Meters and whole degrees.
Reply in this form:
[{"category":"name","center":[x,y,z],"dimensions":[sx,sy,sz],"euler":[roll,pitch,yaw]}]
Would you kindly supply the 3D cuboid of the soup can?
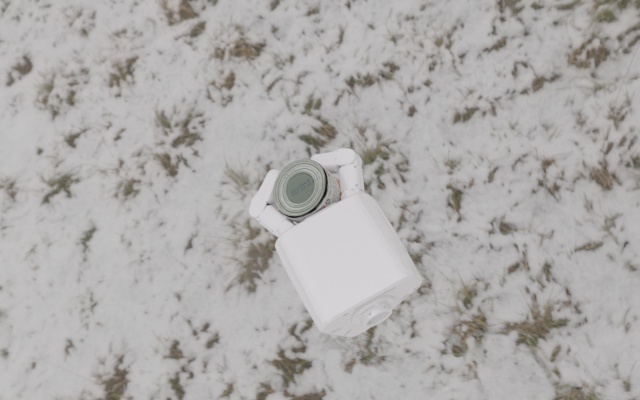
[{"category":"soup can","center":[0.000,0.001,0.544],"dimensions":[0.068,0.068,0.102],"euler":[0,-18,29]}]
